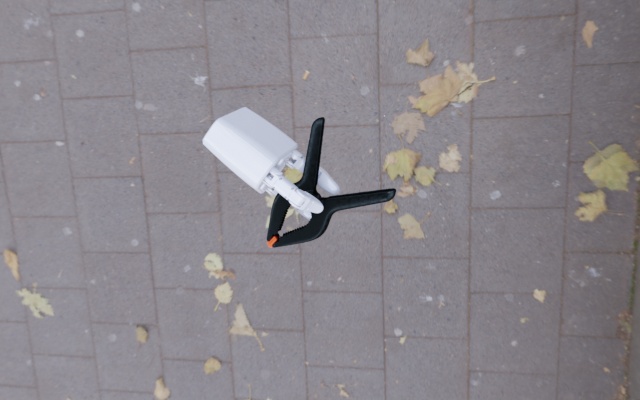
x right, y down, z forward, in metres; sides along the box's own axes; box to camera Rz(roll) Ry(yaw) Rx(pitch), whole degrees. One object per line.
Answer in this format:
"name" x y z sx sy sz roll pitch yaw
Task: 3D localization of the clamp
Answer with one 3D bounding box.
"clamp" -0.001 0.003 0.734 0.164 0.210 0.036 39 13 3
